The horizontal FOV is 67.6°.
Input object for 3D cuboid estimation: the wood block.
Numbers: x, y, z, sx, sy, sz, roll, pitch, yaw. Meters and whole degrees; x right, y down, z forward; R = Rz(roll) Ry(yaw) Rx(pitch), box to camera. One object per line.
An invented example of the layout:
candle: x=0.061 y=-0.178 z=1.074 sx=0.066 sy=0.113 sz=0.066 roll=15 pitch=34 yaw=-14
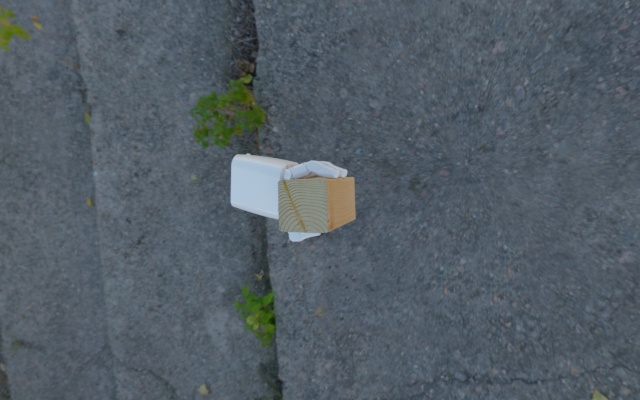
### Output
wood block: x=0.000 y=0.003 z=0.898 sx=0.090 sy=0.091 sz=0.206 roll=0 pitch=4 yaw=17
